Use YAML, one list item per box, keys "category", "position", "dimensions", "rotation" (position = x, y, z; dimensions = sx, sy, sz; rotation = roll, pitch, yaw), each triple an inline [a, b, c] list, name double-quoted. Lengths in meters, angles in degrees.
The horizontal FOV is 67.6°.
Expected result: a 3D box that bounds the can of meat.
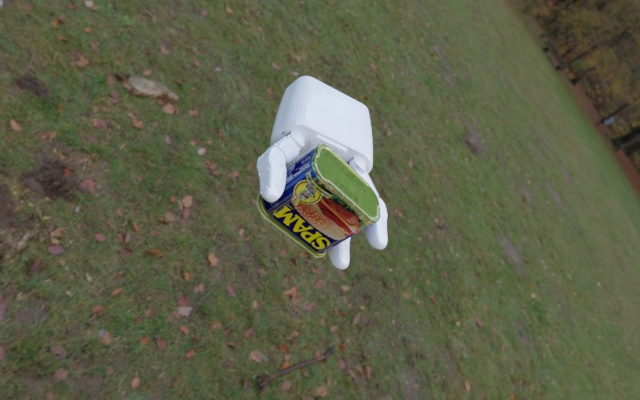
- category: "can of meat"
  position: [0.000, 0.001, 0.494]
  dimensions: [0.084, 0.057, 0.102]
  rotation: [-33, -61, 31]
